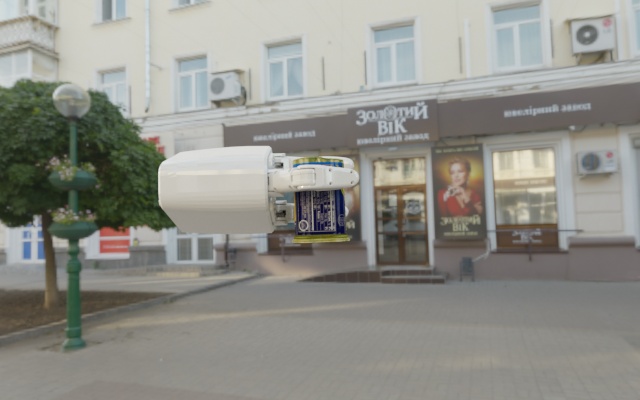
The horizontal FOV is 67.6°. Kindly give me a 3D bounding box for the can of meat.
[{"bbox_3d":[0.000,0.001,0.509,0.057,0.084,0.102,-2,-3,2],"label":"can of meat"}]
